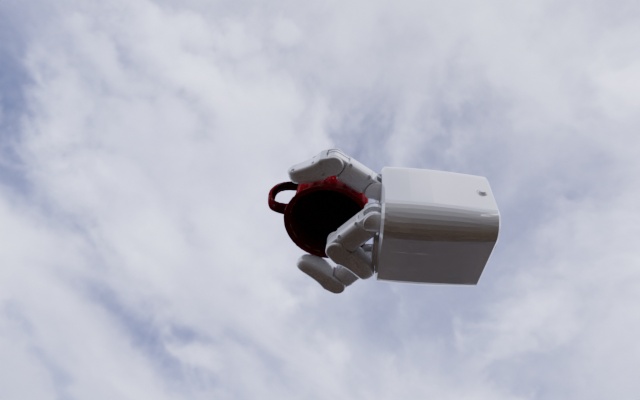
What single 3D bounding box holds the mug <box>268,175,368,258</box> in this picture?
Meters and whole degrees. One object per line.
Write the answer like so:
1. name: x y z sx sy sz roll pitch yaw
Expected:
1. mug: -0.001 0.002 0.531 0.117 0.093 0.081 6 33 4
